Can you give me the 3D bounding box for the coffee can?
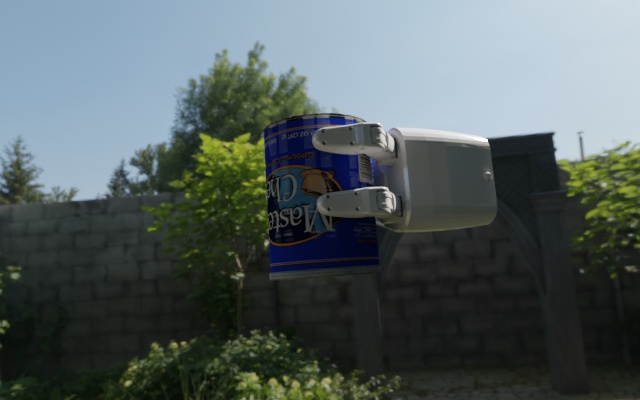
[{"bbox_3d":[0.000,0.002,0.450,0.103,0.140,0.103,-4,-9,-1],"label":"coffee can"}]
